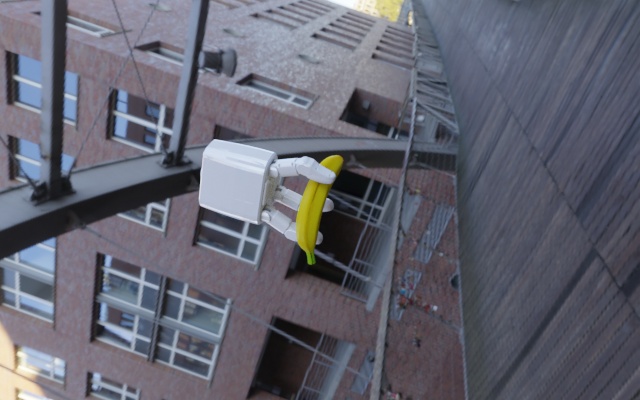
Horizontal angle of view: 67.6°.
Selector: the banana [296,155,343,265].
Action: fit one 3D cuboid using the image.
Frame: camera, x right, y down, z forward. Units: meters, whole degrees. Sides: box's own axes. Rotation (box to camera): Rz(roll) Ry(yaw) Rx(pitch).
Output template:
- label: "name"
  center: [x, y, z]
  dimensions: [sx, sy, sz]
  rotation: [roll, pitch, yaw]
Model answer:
- label: "banana"
  center: [-0.004, -0.004, 0.746]
  dimensions: [0.037, 0.197, 0.070]
  rotation: [10, -27, 15]
